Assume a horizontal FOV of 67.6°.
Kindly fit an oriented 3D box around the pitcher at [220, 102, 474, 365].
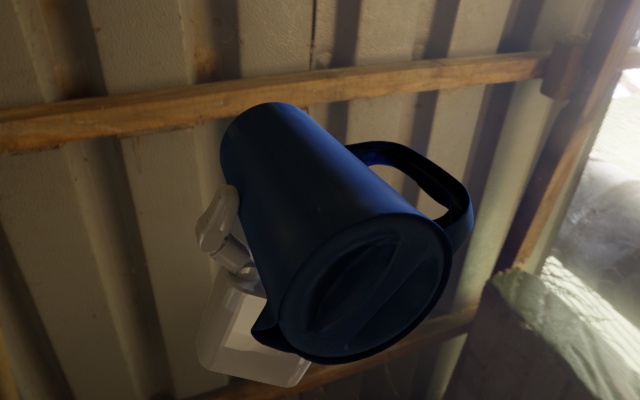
[{"bbox_3d":[0.000,0.002,0.413,0.149,0.145,0.242,10,27,-31],"label":"pitcher"}]
